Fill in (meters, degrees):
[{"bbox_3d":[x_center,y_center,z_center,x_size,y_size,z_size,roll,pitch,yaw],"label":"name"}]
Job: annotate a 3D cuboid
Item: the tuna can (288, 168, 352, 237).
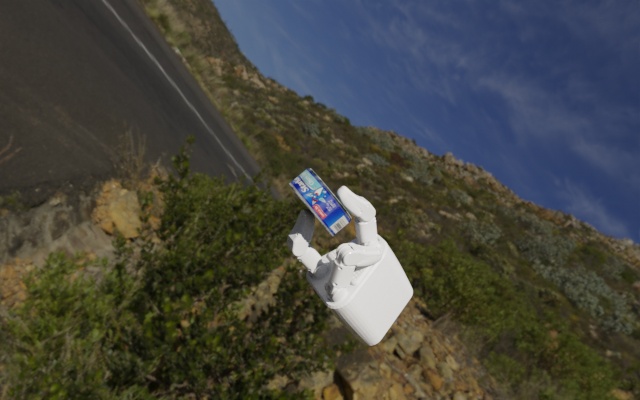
[{"bbox_3d":[0.001,0.002,0.589,0.034,0.086,0.086,-39,1,-1],"label":"tuna can"}]
